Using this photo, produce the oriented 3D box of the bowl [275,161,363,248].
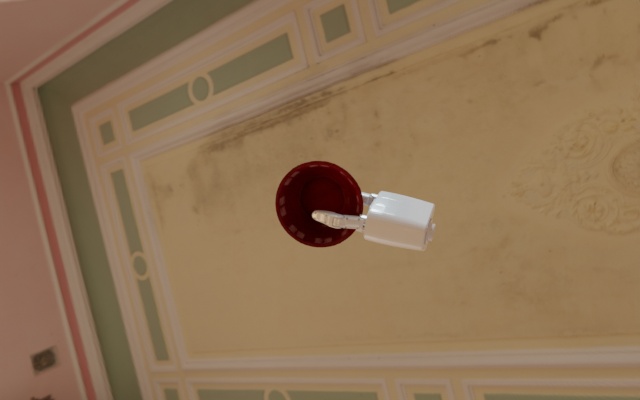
[{"bbox_3d":[-0.001,0.002,0.888,0.162,0.162,0.055,0,13,7],"label":"bowl"}]
